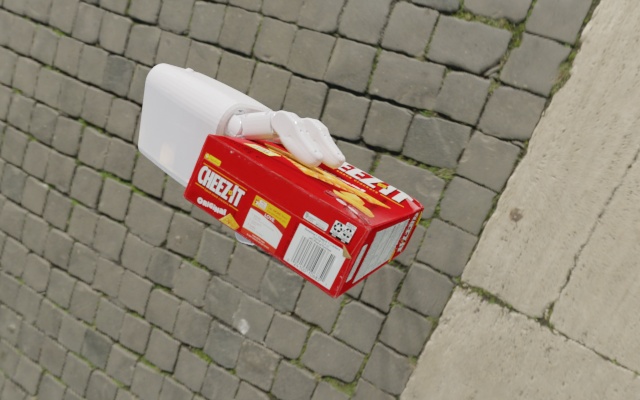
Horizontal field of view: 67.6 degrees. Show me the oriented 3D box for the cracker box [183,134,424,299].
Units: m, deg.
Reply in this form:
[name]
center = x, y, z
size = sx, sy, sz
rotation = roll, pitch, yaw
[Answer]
[cracker box]
center = 0.000, 0.002, 0.475
size = 0.164, 0.072, 0.213
rotation = 31, 15, 18
